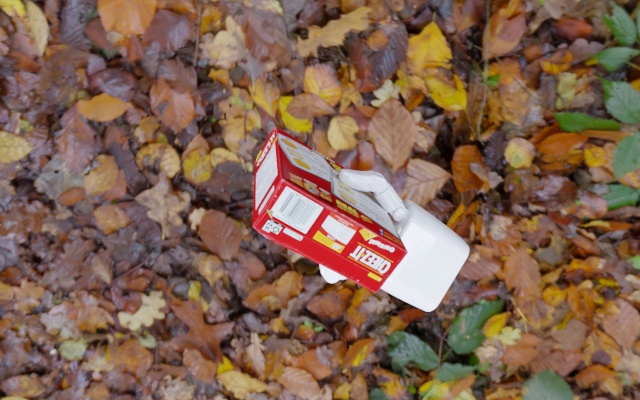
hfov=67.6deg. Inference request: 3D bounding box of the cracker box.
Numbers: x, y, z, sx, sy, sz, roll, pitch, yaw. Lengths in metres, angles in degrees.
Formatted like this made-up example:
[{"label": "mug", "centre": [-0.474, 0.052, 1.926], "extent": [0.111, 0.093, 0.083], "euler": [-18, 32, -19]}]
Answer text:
[{"label": "cracker box", "centre": [0.000, 0.002, 0.594], "extent": [0.164, 0.072, 0.213], "euler": [29, 16, -18]}]
